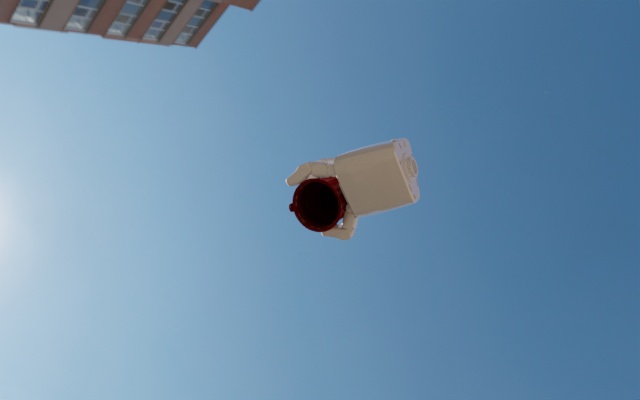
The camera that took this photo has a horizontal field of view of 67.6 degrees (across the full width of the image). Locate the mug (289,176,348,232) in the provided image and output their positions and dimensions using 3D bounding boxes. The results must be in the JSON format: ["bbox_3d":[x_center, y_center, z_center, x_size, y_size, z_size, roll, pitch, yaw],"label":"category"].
[{"bbox_3d":[-0.001,0.003,0.842,0.117,0.093,0.081,-13,6,28],"label":"mug"}]
